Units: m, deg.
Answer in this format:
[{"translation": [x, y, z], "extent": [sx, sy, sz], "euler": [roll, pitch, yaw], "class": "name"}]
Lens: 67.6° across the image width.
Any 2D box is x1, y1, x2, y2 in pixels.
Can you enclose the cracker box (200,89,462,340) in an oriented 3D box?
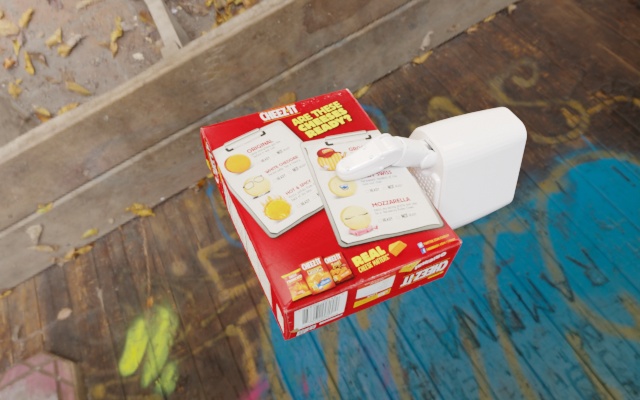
[{"translation": [0.000, 0.001, 0.453], "extent": [0.164, 0.213, 0.072], "euler": [-19, -35, -18], "class": "cracker box"}]
